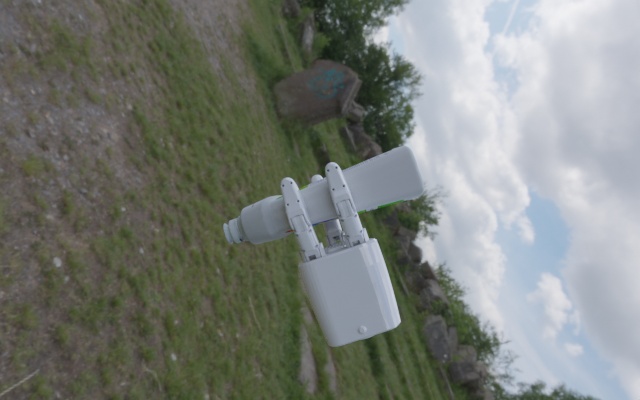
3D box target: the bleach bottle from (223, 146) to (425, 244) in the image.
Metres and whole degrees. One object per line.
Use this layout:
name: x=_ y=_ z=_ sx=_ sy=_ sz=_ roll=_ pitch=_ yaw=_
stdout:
bleach bottle: x=0.000 y=0.002 z=0.611 sx=0.251 sy=0.068 sz=0.102 roll=-19 pitch=0 yaw=4
